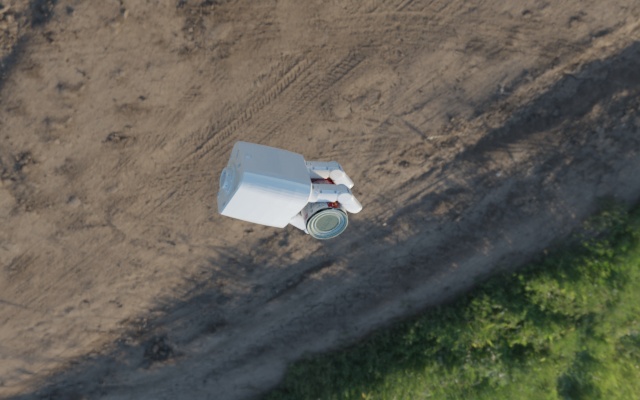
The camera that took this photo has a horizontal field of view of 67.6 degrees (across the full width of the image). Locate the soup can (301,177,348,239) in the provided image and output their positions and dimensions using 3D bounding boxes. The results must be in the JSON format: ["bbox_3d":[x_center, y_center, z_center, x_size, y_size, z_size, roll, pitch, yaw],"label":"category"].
[{"bbox_3d":[0.001,0.003,0.763,0.068,0.069,0.102,0,43,-17],"label":"soup can"}]
